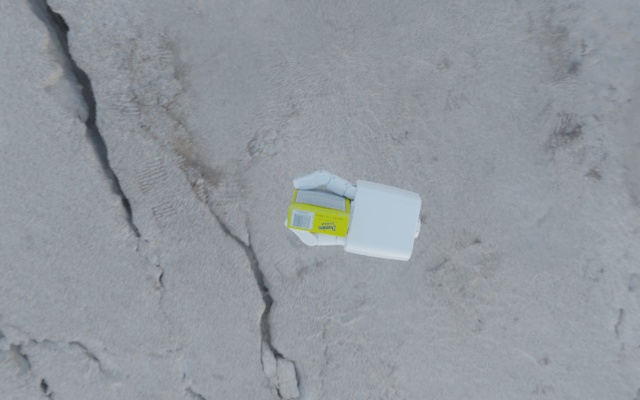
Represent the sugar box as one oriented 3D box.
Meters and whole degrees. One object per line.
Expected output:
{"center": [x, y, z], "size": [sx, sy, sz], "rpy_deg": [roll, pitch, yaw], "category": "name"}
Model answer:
{"center": [0.000, 0.003, 0.791], "size": [0.093, 0.048, 0.176], "rpy_deg": [11, 17, 0], "category": "sugar box"}
